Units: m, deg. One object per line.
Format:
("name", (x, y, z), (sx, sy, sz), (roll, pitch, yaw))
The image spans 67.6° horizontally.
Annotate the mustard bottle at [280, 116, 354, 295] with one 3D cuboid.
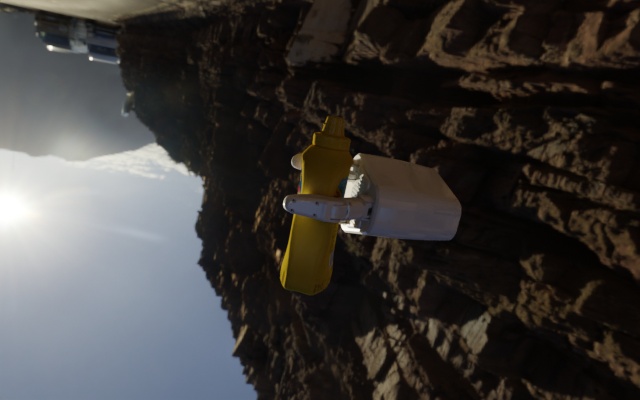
("mustard bottle", (0.000, 0.002, 0.536), (0.058, 0.192, 0.096), (13, 13, 8))
